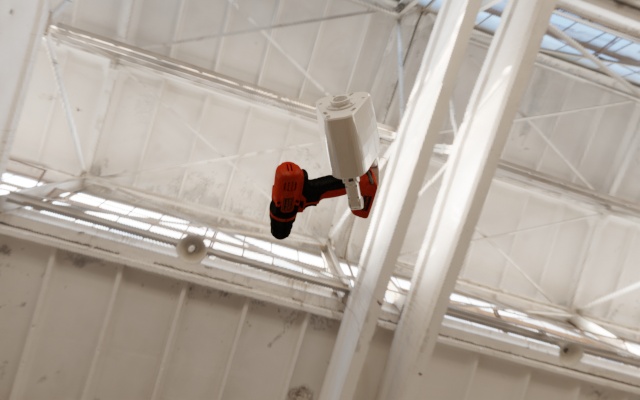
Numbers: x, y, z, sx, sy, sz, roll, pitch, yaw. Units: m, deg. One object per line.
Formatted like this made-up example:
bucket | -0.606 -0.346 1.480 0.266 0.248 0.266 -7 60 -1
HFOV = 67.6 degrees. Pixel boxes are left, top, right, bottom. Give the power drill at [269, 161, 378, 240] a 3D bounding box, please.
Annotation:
power drill | 0.001 0.003 0.872 0.187 0.057 0.185 -5 -39 -16
